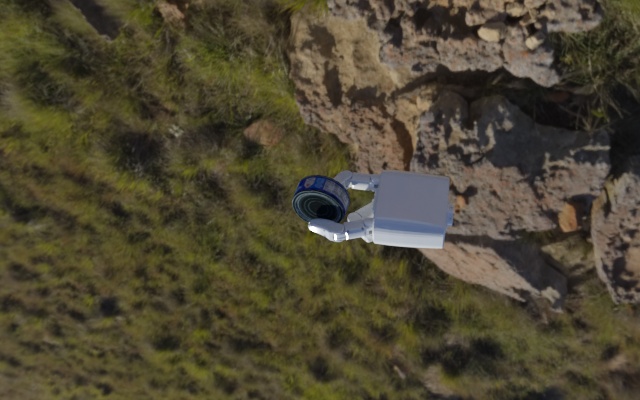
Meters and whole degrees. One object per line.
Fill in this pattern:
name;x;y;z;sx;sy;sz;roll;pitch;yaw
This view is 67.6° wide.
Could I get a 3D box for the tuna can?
tuna can;0.000;0.003;0.738;0.086;0.033;0.086;12;-40;11
